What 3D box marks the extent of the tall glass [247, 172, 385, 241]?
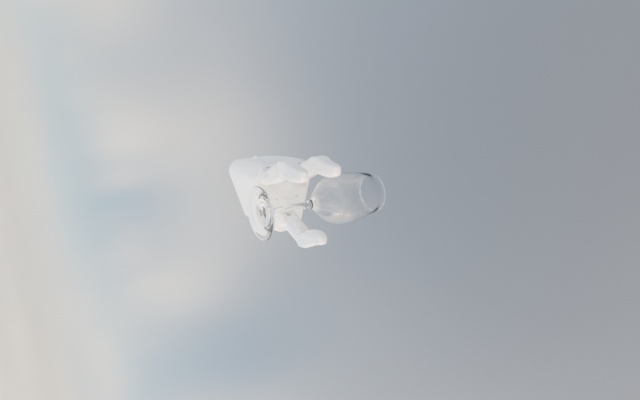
[{"bbox_3d":[0.000,0.002,0.693,0.201,0.079,0.079,-10,6,-34],"label":"tall glass"}]
